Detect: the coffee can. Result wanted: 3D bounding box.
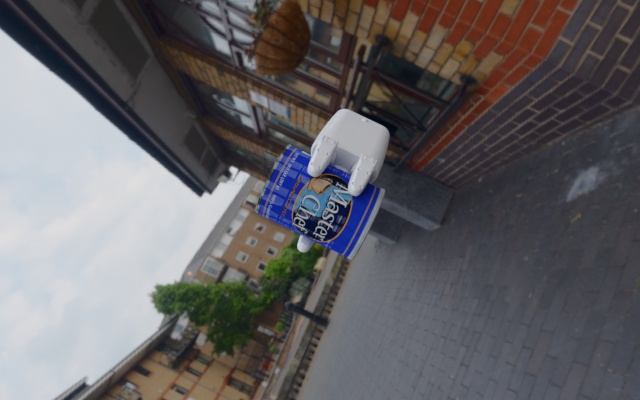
[{"bbox_3d":[0.000,0.002,0.630,0.140,0.103,0.103,26,1,2],"label":"coffee can"}]
